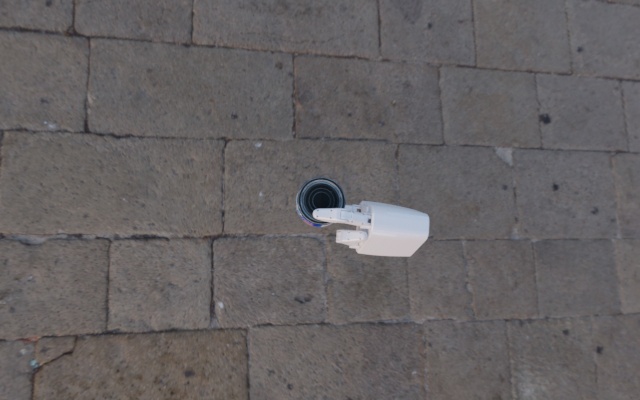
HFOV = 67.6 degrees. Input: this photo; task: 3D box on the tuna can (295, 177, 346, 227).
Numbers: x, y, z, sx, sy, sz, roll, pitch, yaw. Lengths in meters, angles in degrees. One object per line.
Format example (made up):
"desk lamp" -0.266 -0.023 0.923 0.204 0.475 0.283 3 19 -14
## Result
"tuna can" 0.000 0.003 0.833 0.086 0.086 0.034 0 -9 -7
